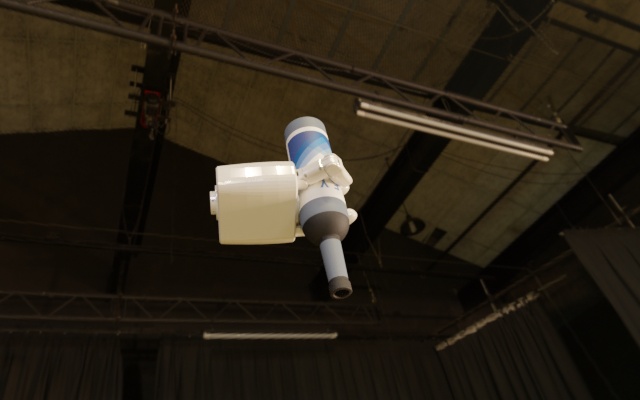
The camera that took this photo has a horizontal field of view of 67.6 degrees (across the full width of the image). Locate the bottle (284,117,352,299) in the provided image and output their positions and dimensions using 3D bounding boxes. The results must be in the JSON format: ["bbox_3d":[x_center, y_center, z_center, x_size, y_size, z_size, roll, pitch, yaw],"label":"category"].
[{"bbox_3d":[0.000,0.002,0.671,0.069,0.295,0.069,-8,-40,-6],"label":"bottle"}]
